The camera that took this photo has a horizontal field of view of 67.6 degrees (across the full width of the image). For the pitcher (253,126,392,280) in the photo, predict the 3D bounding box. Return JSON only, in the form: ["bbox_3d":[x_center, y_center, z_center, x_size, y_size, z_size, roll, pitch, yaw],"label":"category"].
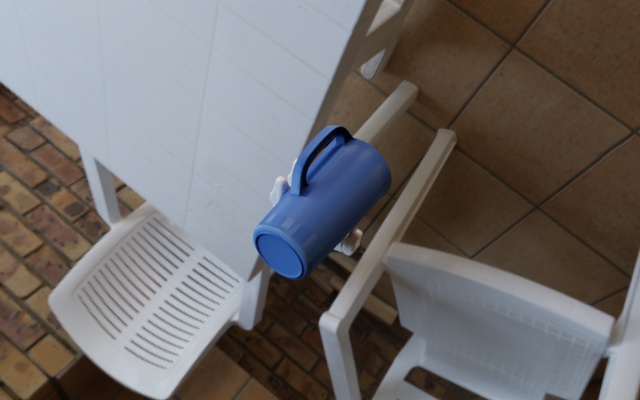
[{"bbox_3d":[0.000,0.003,0.773,0.242,0.149,0.145,-47,-3,-37],"label":"pitcher"}]
